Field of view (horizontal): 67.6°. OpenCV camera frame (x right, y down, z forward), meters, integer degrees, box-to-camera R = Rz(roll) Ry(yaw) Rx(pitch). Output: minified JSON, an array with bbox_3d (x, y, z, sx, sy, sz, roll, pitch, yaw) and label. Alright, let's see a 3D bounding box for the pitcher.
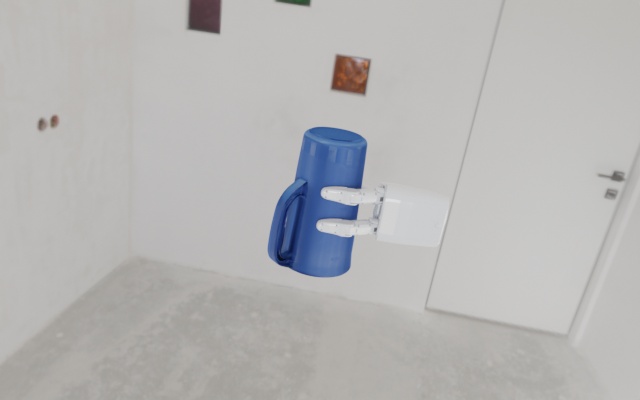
[{"bbox_3d":[0.000,0.003,0.823,0.145,0.243,0.149,10,20,2],"label":"pitcher"}]
